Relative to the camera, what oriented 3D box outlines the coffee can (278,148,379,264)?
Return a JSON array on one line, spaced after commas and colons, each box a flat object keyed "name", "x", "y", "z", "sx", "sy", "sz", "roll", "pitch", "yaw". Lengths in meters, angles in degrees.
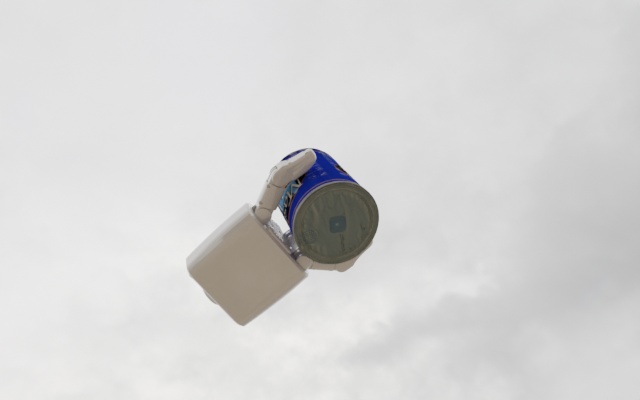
[{"name": "coffee can", "x": 0.000, "y": 0.002, "z": 0.602, "sx": 0.103, "sy": 0.103, "sz": 0.140, "roll": 0, "pitch": 22, "yaw": -17}]
